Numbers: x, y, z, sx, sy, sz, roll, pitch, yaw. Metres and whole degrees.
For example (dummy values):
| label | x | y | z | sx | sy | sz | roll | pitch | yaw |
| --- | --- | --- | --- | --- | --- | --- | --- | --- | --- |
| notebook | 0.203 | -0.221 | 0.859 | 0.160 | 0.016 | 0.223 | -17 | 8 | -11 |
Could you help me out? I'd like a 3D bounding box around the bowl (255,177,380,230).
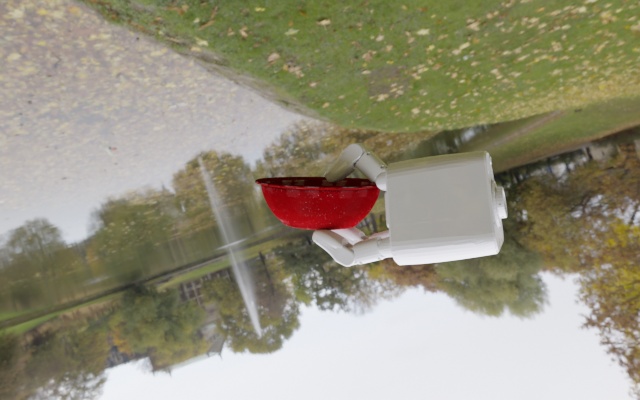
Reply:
| label | x | y | z | sx | sy | sz | roll | pitch | yaw |
| --- | --- | --- | --- | --- | --- | --- | --- | --- | --- |
| bowl | -0.001 | 0.002 | 0.591 | 0.162 | 0.055 | 0.162 | 1 | 7 | 0 |
